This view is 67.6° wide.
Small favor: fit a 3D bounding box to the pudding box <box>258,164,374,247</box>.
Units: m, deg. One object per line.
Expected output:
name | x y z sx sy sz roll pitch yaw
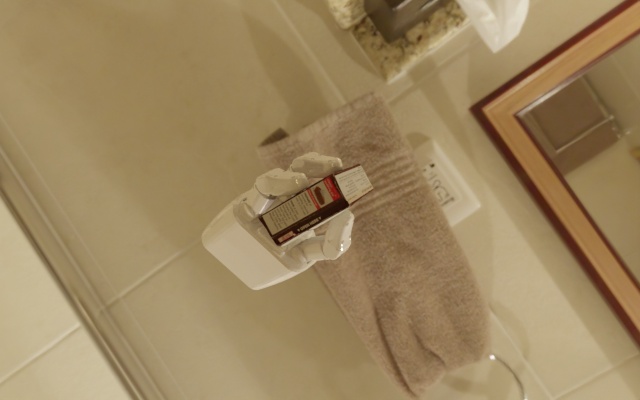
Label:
pudding box | 0.000 0.002 0.497 0.090 0.039 0.113 -31 1 20
